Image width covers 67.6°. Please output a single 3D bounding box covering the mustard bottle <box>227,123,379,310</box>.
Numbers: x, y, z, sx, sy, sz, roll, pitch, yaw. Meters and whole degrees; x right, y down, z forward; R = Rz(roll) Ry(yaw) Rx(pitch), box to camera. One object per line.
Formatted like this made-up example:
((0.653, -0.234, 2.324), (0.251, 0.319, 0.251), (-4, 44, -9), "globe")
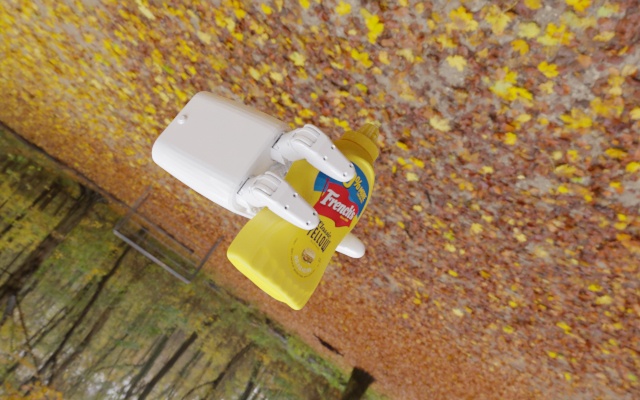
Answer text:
((0.000, 0.002, 0.456), (0.058, 0.191, 0.096), (16, -25, 44), "mustard bottle")
